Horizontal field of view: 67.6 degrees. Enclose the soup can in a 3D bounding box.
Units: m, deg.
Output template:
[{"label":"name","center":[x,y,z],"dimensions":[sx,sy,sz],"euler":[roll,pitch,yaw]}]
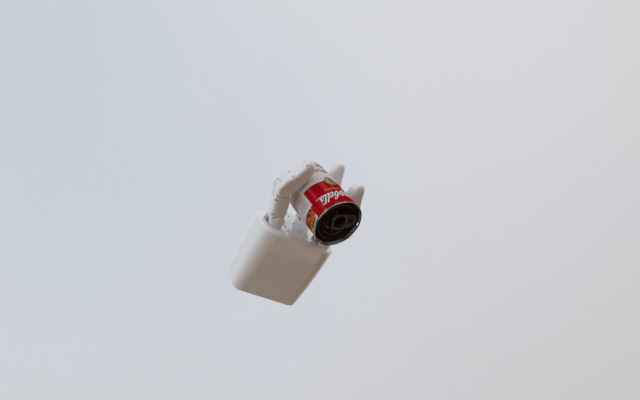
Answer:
[{"label":"soup can","center":[0.000,0.001,0.631],"dimensions":[0.068,0.068,0.102],"euler":[0,34,-33]}]
